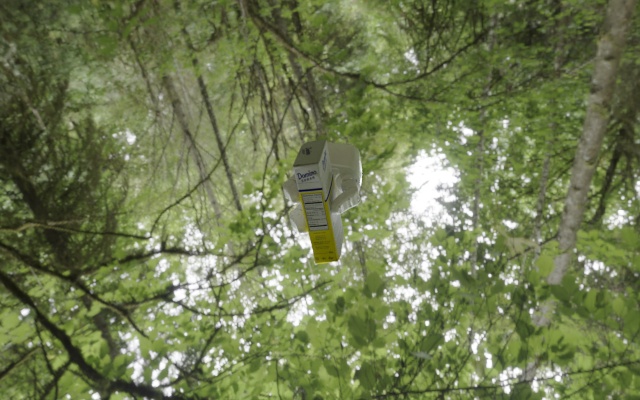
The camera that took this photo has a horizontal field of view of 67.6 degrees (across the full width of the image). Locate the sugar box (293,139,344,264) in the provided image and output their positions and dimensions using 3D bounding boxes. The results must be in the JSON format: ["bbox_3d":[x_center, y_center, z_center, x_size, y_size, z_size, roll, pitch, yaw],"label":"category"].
[{"bbox_3d":[0.000,0.003,0.755,0.048,0.176,0.093,-8,27,13],"label":"sugar box"}]
